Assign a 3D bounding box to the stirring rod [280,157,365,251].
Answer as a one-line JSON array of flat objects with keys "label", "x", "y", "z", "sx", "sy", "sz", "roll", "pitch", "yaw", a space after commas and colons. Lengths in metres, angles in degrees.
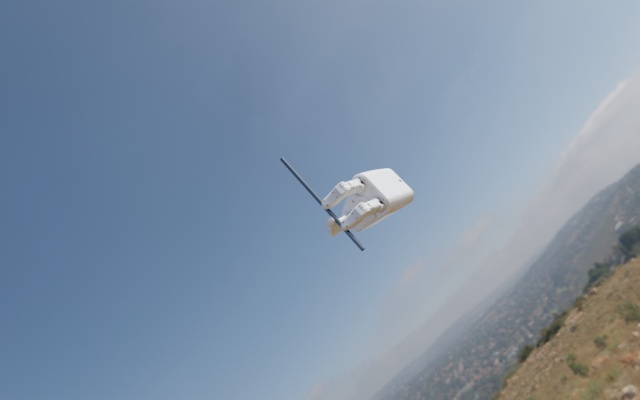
[{"label": "stirring rod", "x": 0.000, "y": 0.003, "z": 0.882, "sx": 0.239, "sy": 0.011, "sz": 0.011, "roll": 48, "pitch": 21, "yaw": 20}]
